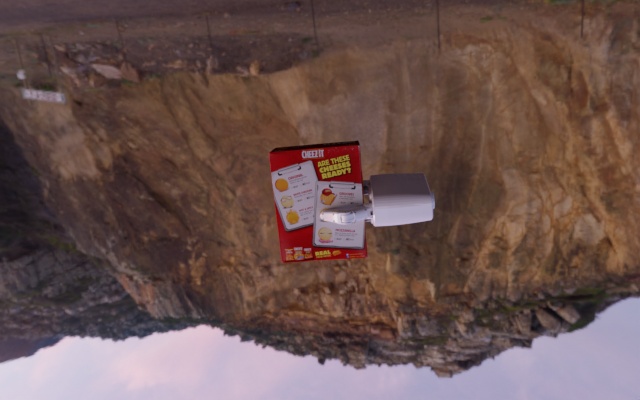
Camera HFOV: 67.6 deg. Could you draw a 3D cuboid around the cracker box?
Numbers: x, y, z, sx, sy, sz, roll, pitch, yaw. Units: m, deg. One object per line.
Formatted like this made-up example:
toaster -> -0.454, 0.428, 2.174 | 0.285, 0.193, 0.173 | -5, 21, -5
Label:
cracker box -> 0.000, 0.003, 0.892 | 0.164, 0.214, 0.072 | -4, 15, 5
